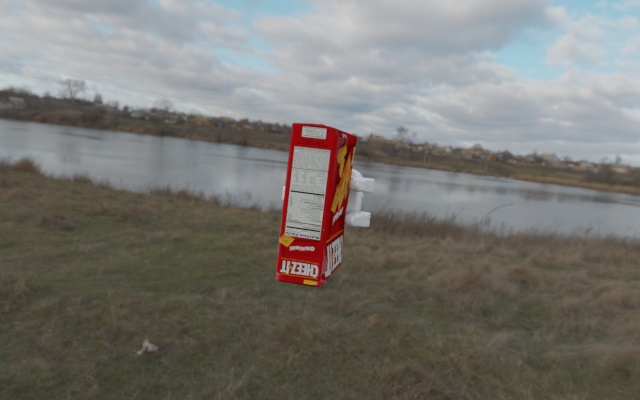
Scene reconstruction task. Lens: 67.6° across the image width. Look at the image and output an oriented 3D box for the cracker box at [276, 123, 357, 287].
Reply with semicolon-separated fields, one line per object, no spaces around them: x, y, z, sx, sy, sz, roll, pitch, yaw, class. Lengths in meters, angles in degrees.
0.000;0.002;0.697;0.072;0.214;0.164;7;5;12;cracker box
